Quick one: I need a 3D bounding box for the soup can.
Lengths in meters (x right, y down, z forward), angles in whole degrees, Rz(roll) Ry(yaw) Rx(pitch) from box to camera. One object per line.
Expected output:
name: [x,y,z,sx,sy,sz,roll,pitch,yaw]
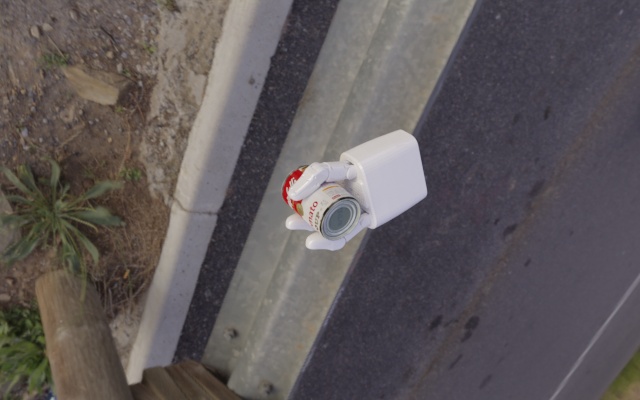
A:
soup can: [0.000,0.002,0.663,0.068,0.068,0.102,0,28,-39]
